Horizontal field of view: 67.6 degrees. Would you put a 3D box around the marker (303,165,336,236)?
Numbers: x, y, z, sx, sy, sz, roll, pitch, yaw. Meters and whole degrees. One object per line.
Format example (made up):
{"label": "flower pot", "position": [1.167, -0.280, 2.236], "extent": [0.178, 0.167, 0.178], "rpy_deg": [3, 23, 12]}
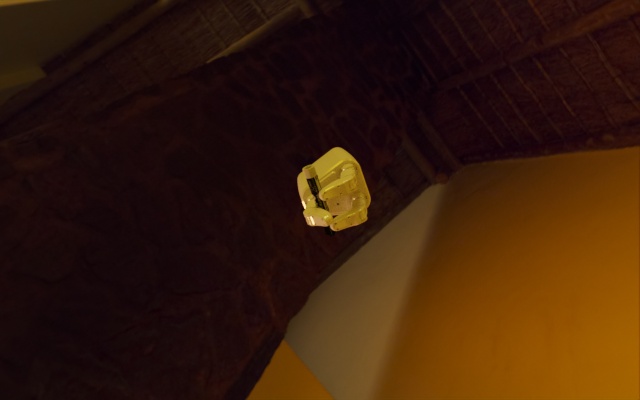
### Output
{"label": "marker", "position": [0.000, 0.002, 0.744], "extent": [0.020, 0.121, 0.020], "rpy_deg": [-17, 22, 7]}
